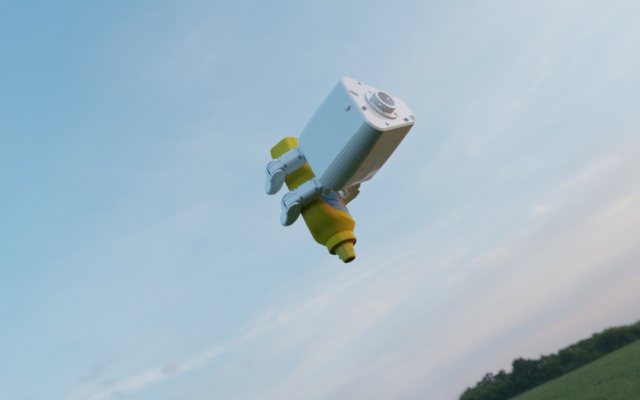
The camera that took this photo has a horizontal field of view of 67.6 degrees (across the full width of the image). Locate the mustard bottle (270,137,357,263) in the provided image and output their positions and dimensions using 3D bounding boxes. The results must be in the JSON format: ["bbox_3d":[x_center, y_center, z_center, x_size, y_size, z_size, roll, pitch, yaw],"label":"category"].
[{"bbox_3d":[0.000,0.002,0.663,0.058,0.191,0.096,-37,-30,15],"label":"mustard bottle"}]
